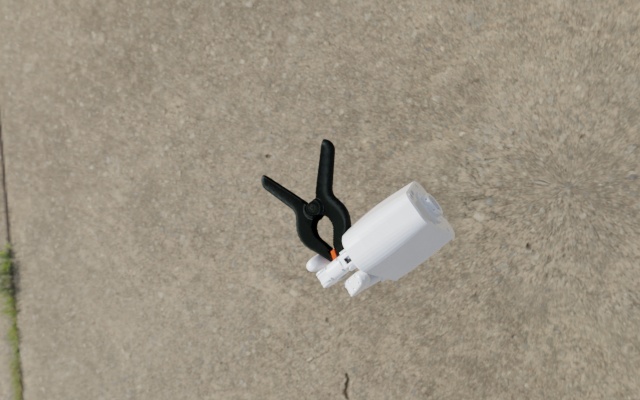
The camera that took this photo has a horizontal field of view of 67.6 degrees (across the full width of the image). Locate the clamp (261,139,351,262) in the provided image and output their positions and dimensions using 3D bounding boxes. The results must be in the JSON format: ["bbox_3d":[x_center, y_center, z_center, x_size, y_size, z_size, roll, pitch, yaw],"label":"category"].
[{"bbox_3d":[0.000,0.002,0.663,0.120,0.171,0.039,-39,-16,21],"label":"clamp"}]
